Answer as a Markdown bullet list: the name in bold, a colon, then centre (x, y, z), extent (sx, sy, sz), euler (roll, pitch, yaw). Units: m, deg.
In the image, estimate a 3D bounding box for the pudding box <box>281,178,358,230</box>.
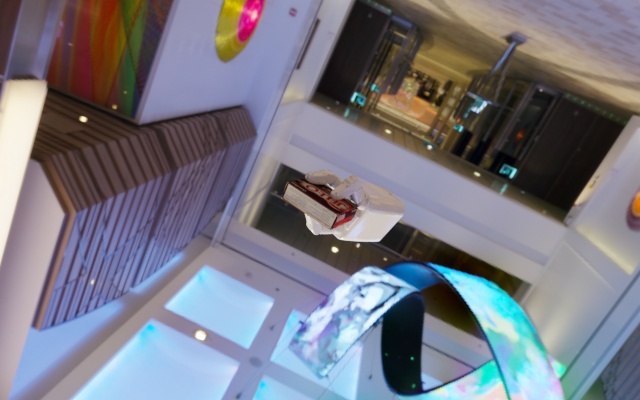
- **pudding box**: centre (0.000, 0.003, 0.852), extent (0.113, 0.039, 0.090), euler (30, 20, 19)
